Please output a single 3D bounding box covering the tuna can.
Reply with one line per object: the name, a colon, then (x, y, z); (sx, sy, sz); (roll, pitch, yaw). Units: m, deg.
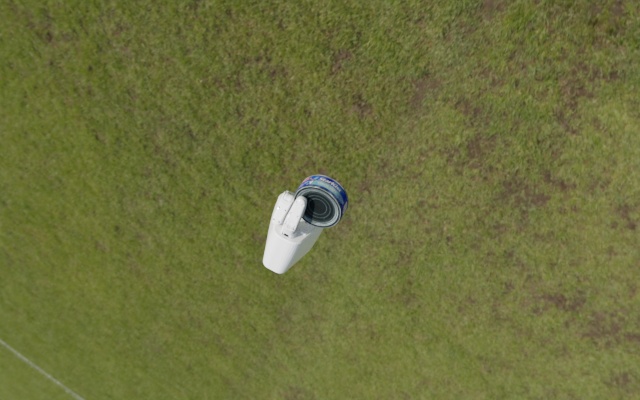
tuna can: (0.000, 0.003, 0.775); (0.086, 0.086, 0.033); (0, 35, 27)
